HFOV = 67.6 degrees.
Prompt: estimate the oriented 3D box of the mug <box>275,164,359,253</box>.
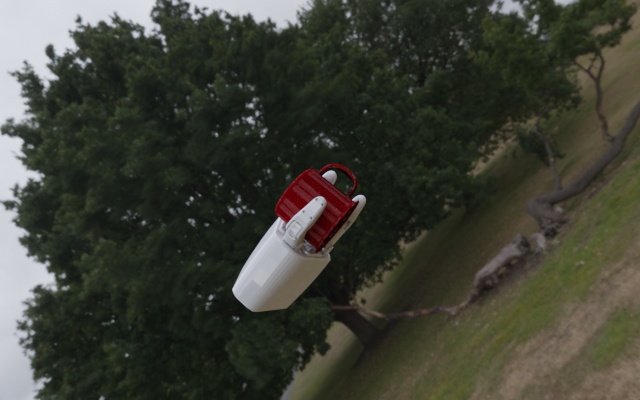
[{"bbox_3d":[0.001,0.001,0.650,0.081,0.117,0.093,40,10,8],"label":"mug"}]
